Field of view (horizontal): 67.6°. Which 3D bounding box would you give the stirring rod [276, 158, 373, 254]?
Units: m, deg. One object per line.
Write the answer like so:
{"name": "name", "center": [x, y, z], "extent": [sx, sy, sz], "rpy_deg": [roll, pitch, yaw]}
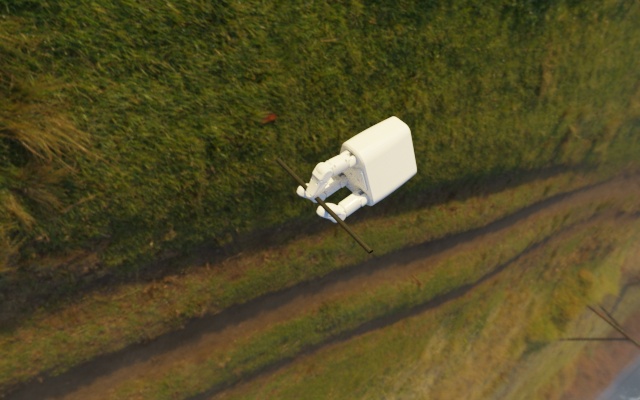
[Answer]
{"name": "stirring rod", "center": [0.000, 0.002, 0.744], "extent": [0.011, 0.011, 0.239], "rpy_deg": [0, 36, -48]}
